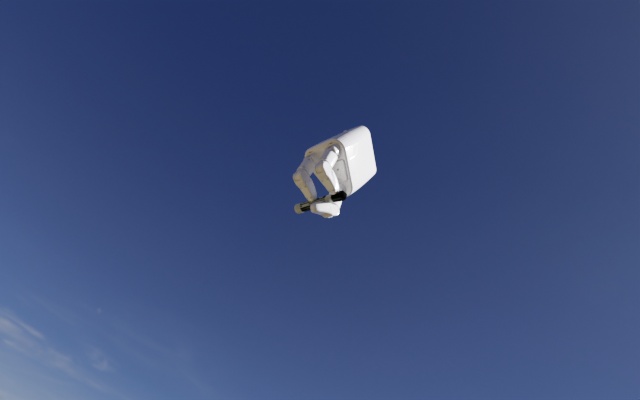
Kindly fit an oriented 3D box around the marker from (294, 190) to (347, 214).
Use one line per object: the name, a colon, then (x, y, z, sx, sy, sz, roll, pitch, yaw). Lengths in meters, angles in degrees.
marker: (0.000, 0.003, 0.871, 0.121, 0.020, 0.020, -17, -11, 41)
